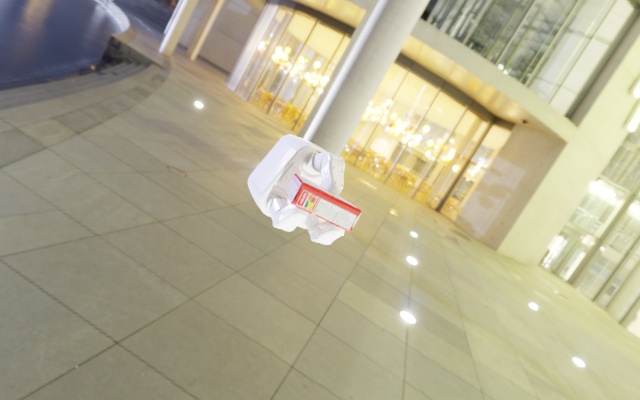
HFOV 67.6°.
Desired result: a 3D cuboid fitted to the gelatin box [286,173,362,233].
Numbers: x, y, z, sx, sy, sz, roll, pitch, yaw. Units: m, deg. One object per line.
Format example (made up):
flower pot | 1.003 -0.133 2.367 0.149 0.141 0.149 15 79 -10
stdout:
gelatin box | 0.000 0.001 0.547 0.073 0.030 0.089 27 4 -12
